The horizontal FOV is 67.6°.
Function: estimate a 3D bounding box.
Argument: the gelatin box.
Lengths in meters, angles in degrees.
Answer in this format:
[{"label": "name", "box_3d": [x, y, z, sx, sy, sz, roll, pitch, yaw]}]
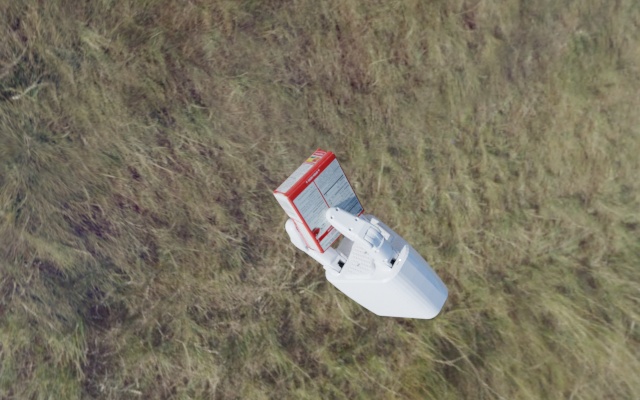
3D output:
[{"label": "gelatin box", "box_3d": [0.000, 0.002, 0.515, 0.073, 0.089, 0.030, -46, 36, -22]}]
